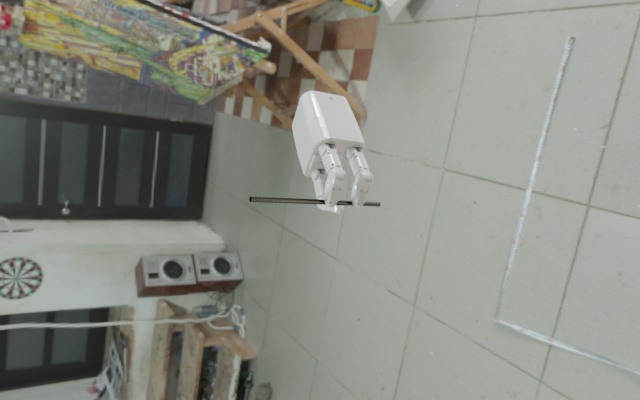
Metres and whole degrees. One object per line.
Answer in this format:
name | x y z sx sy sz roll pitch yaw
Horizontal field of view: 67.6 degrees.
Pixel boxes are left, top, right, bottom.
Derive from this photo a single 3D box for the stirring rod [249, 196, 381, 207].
stirring rod | 0.000 0.002 0.744 0.239 0.011 0.011 2 -1 -34
